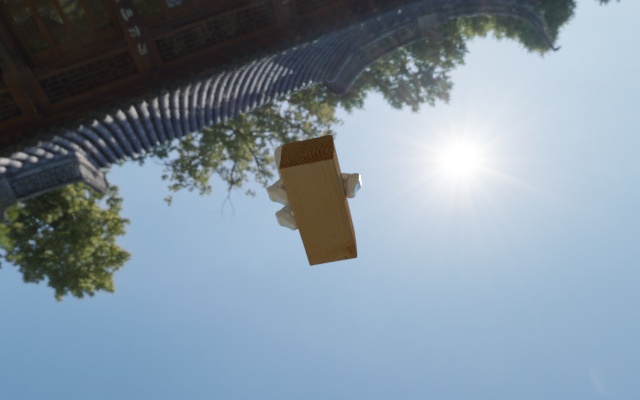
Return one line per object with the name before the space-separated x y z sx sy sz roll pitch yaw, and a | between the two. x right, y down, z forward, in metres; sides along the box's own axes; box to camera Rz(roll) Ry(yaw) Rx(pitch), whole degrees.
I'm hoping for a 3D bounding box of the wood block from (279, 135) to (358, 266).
wood block | 0.000 0.003 0.835 0.091 0.206 0.090 -11 33 7
